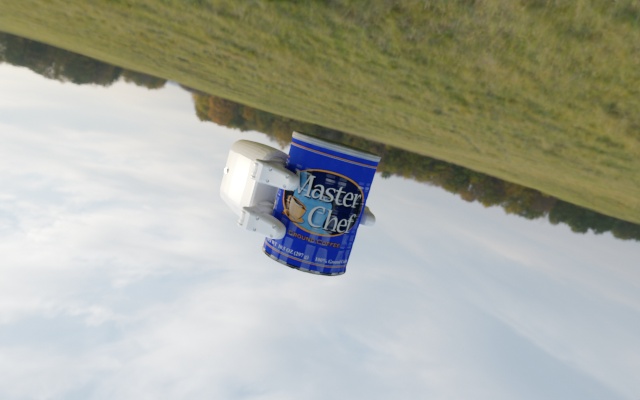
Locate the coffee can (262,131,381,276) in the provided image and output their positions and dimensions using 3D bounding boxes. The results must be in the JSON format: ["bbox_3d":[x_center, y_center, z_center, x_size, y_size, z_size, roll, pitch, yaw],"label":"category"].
[{"bbox_3d":[0.000,0.002,0.547,0.103,0.140,0.103,16,9,-2],"label":"coffee can"}]
